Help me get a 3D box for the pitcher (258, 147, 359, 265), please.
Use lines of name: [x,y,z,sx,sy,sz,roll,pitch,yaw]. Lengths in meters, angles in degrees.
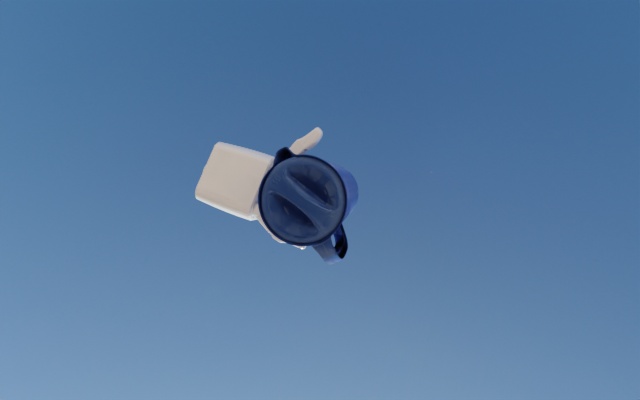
pitcher: [0.000,0.002,0.795,0.145,0.149,0.243,19,7,10]
